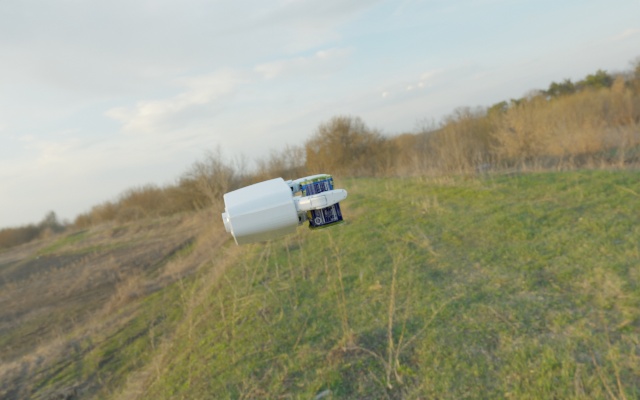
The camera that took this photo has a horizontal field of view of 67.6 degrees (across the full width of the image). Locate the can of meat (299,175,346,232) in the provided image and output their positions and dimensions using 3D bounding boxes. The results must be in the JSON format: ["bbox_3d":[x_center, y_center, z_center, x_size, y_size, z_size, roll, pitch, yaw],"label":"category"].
[{"bbox_3d":[0.000,0.002,0.809,0.057,0.084,0.102,-15,4,-6],"label":"can of meat"}]
